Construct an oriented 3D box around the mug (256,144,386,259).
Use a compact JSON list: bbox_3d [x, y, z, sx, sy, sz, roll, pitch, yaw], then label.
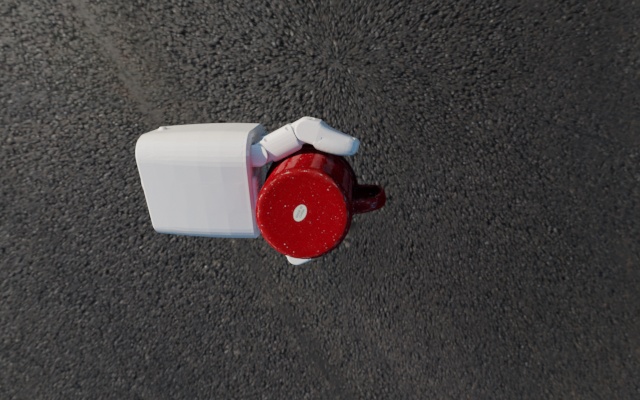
[{"bbox_3d":[0.002,0.002,0.429,0.117,0.093,0.081,-1,16,4],"label":"mug"}]
